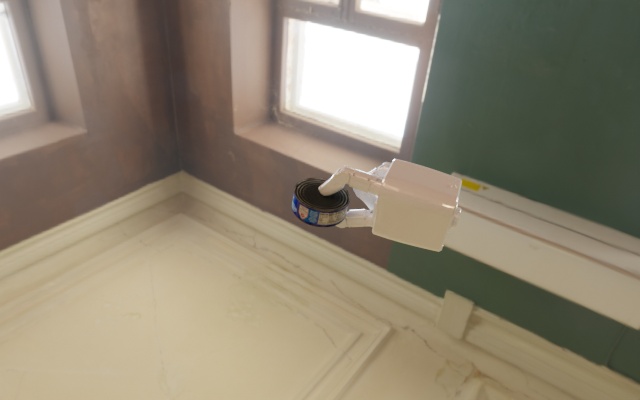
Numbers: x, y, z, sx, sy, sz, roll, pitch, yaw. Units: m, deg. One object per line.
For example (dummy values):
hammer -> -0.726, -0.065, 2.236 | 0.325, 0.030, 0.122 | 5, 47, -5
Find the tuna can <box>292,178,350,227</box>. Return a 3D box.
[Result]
tuna can -> 0.000, 0.003, 0.722 | 0.086, 0.034, 0.086 | 8, 34, -5
